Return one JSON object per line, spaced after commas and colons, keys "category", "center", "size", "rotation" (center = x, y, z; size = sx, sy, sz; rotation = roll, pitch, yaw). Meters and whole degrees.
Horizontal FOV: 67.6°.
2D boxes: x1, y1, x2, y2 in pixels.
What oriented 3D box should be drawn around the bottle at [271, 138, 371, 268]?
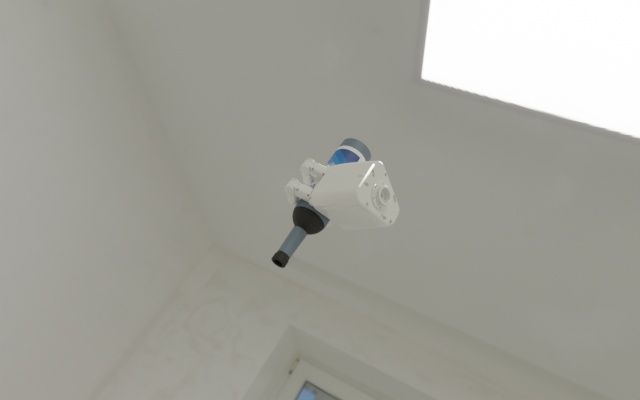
{"category": "bottle", "center": [0.000, 0.003, 0.882], "size": [0.069, 0.069, 0.295], "rotation": [0, 44, 43]}
